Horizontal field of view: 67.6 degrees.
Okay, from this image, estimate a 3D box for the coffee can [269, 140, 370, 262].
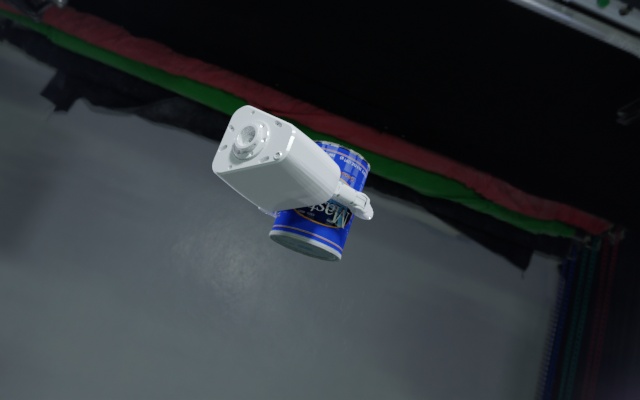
[{"bbox_3d":[0.000,0.002,0.666,0.103,0.140,0.103,18,-15,5],"label":"coffee can"}]
